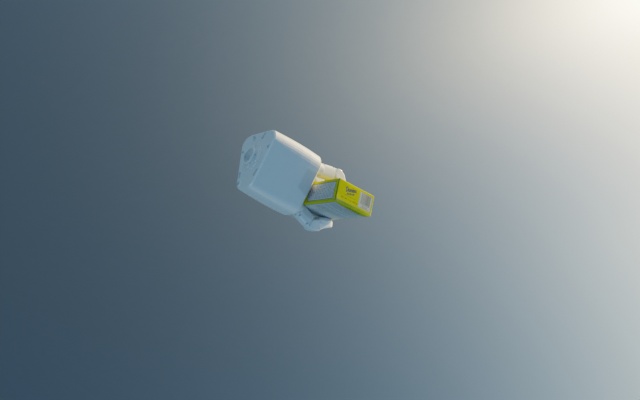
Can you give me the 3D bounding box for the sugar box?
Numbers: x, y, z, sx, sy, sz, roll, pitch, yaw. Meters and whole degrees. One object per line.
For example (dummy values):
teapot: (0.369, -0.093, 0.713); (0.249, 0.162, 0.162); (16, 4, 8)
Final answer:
sugar box: (0.000, 0.002, 0.866); (0.093, 0.048, 0.176); (27, -20, -39)
